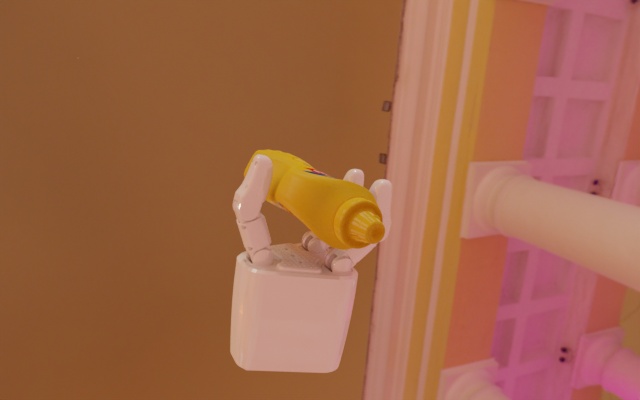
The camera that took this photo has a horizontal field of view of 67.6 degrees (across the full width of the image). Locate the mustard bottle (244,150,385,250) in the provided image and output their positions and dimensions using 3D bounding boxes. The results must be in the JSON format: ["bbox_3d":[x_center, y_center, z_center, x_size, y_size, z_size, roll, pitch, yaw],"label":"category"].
[{"bbox_3d":[0.000,0.001,0.447,0.096,0.058,0.191,29,1,-31],"label":"mustard bottle"}]
